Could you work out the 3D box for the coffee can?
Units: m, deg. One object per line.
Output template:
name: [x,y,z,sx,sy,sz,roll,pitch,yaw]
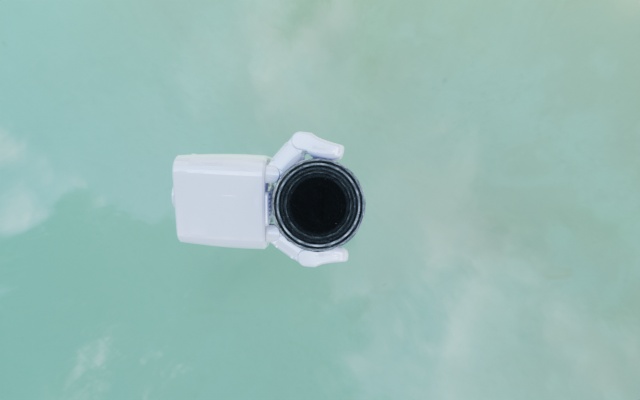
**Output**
coffee can: [0.000,0.002,0.582,0.103,0.103,0.140,0,3,2]
